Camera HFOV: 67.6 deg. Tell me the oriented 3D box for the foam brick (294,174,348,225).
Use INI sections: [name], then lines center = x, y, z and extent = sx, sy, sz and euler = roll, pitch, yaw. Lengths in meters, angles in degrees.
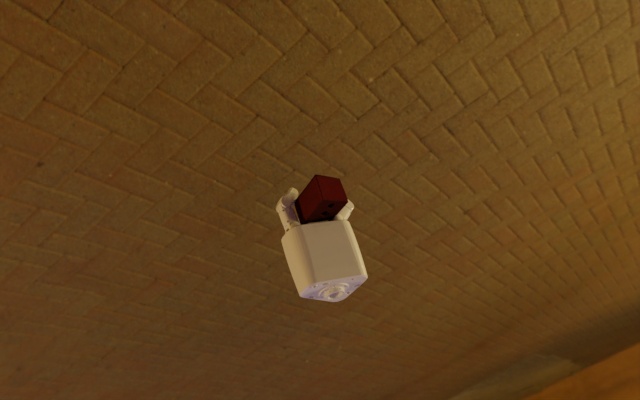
[foam brick]
center = 0.000, 0.002, 0.799
extent = 0.053, 0.051, 0.078
euler = 6, -40, -34
